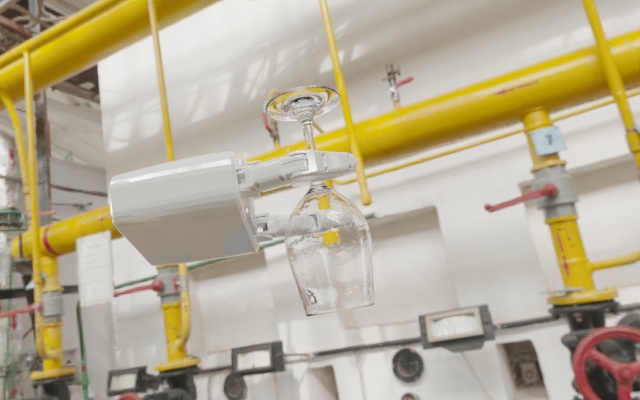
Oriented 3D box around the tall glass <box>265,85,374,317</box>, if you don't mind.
[{"bbox_3d":[0.000,0.001,0.442,0.079,0.201,0.079,-10,-13,-2],"label":"tall glass"}]
